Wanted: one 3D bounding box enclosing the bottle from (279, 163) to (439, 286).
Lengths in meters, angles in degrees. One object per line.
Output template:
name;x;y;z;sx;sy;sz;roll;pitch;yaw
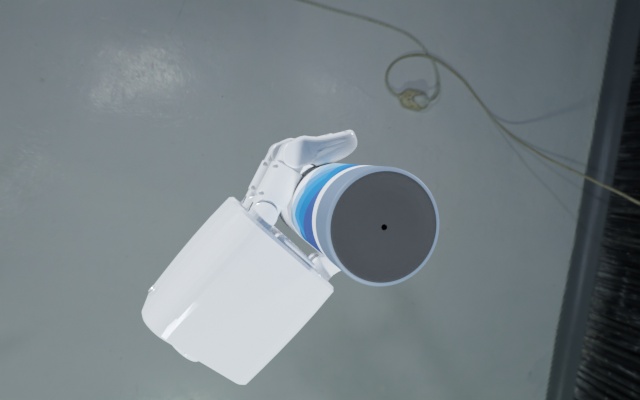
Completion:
bottle;0.000;0.001;0.403;0.069;0.069;0.295;0;5;-14
